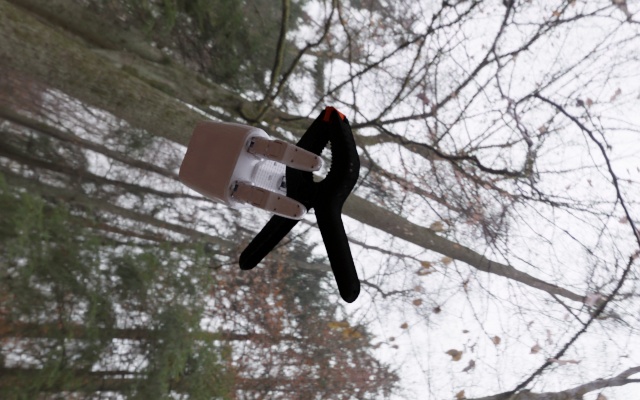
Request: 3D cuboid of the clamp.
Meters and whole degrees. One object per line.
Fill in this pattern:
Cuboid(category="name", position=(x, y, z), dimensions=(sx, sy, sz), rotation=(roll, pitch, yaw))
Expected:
Cuboid(category="clamp", position=(0.001, 0.001, 0.524), dimensions=(0.164, 0.210, 0.036), rotation=(18, -3, 37))
